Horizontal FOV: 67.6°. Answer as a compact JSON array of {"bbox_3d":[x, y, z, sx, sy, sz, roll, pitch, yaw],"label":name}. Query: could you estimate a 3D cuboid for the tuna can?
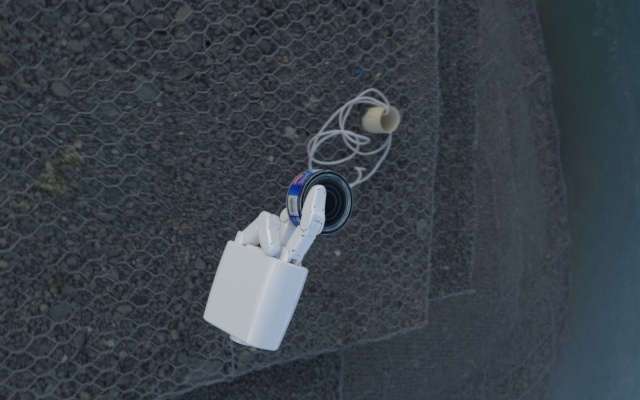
[{"bbox_3d":[0.000,0.002,0.618,0.086,0.086,0.034,0,3,-34],"label":"tuna can"}]
